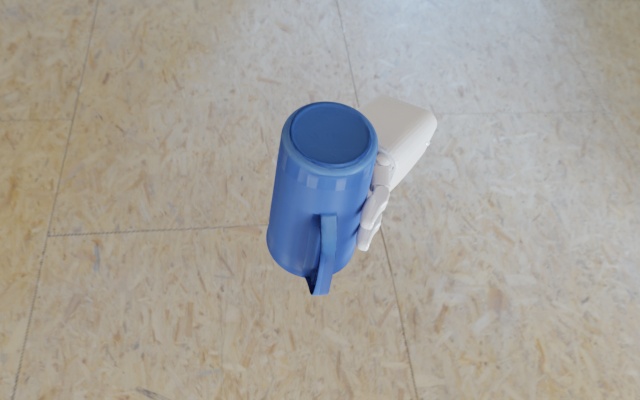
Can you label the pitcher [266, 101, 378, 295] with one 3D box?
[{"bbox_3d":[0.000,0.002,0.610,0.145,0.149,0.243,-42,-19,-28],"label":"pitcher"}]
